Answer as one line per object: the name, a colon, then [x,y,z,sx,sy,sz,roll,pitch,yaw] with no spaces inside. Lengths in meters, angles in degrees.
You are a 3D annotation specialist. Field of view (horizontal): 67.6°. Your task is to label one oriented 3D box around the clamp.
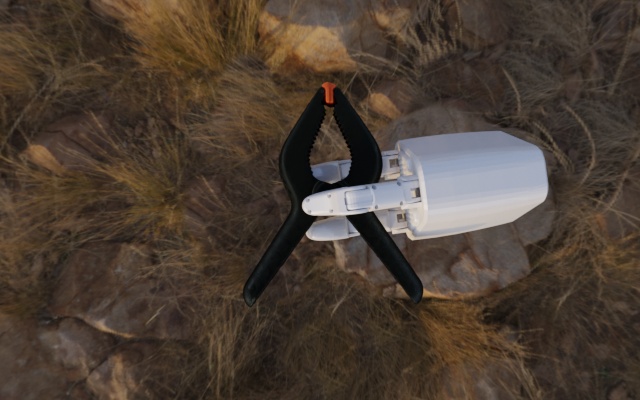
clamp: [0.000,0.001,0.437,0.164,0.210,0.036,-8,1,-1]
